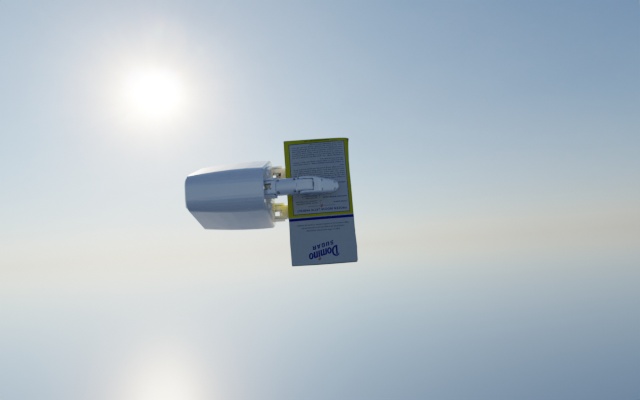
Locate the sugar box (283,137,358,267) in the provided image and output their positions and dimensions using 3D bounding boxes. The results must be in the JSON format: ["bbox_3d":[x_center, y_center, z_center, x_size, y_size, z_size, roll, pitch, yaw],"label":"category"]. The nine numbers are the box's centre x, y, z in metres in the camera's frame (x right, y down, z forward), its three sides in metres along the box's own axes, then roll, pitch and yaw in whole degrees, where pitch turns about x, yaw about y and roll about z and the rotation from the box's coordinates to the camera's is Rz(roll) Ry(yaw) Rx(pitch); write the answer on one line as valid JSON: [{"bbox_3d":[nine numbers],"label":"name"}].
[{"bbox_3d":[0.000,0.002,0.674,0.093,0.176,0.048,-4,-5,2],"label":"sugar box"}]
